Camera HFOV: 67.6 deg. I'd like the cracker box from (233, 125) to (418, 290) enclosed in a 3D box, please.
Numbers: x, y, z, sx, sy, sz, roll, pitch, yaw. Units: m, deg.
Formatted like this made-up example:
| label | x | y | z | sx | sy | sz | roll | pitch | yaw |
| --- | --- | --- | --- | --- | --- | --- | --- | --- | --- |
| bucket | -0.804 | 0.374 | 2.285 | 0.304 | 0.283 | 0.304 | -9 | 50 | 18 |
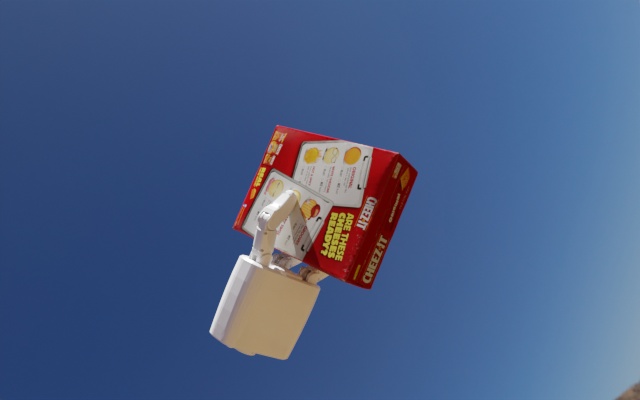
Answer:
| label | x | y | z | sx | sy | sz | roll | pitch | yaw |
| --- | --- | --- | --- | --- | --- | --- | --- | --- | --- |
| cracker box | 0.000 | 0.002 | 0.636 | 0.213 | 0.164 | 0.072 | 19 | -6 | 39 |
